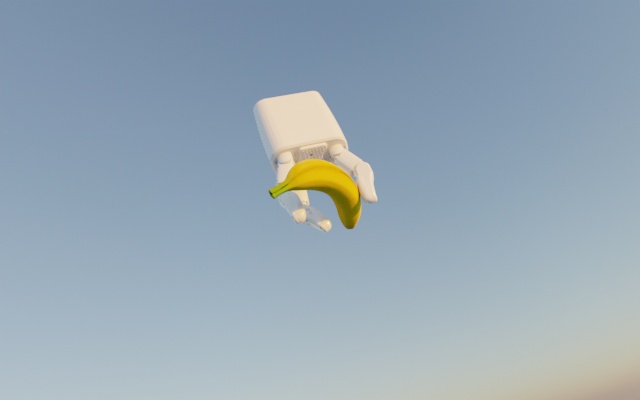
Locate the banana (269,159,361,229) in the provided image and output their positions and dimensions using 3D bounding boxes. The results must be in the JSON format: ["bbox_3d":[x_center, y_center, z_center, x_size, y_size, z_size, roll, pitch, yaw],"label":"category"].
[{"bbox_3d":[0.012,-0.011,0.616,0.069,0.037,0.198,-41,-33,16],"label":"banana"}]
